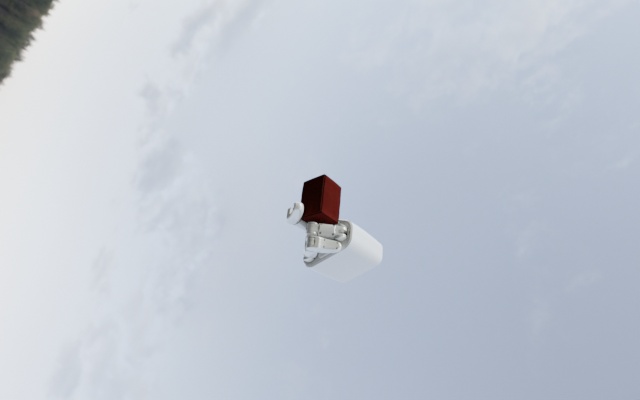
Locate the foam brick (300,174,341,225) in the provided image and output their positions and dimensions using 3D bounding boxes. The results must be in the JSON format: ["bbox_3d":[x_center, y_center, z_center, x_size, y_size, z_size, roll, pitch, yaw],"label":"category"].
[{"bbox_3d":[0.000,0.003,0.862,0.053,0.078,0.051,-17,-36,37],"label":"foam brick"}]
